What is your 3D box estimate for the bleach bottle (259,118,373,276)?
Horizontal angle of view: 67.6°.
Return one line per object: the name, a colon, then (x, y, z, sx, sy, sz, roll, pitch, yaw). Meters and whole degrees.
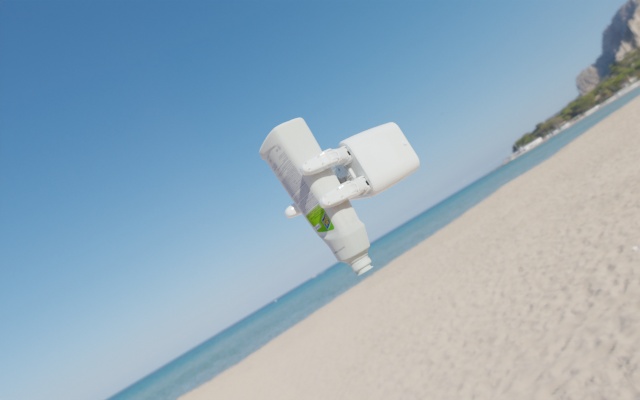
bleach bottle: (0.000, 0.002, 0.736, 0.068, 0.251, 0.102, -27, -8, -28)
